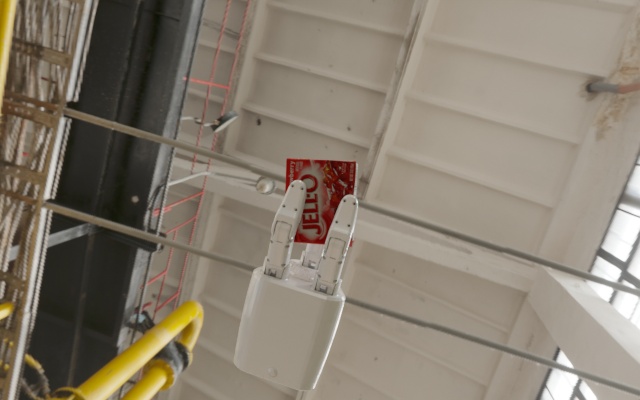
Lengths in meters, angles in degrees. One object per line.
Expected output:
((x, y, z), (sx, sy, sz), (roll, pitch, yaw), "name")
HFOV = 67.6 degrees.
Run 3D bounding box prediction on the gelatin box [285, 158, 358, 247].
((0.000, 0.001, 0.501), (0.073, 0.089, 0.030), (3, 2, 7), "gelatin box")
